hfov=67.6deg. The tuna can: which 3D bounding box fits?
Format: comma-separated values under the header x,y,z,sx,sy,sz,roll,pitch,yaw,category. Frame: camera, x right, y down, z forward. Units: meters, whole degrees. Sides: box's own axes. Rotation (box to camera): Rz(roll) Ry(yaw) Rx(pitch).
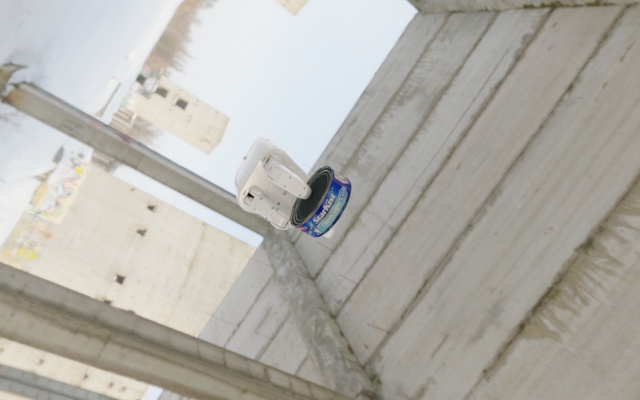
x,y,z,sx,sy,sz,roll,pitch,yaw,category
0.001,0.002,0.589,0.034,0.086,0.086,32,-12,-20,tuna can
